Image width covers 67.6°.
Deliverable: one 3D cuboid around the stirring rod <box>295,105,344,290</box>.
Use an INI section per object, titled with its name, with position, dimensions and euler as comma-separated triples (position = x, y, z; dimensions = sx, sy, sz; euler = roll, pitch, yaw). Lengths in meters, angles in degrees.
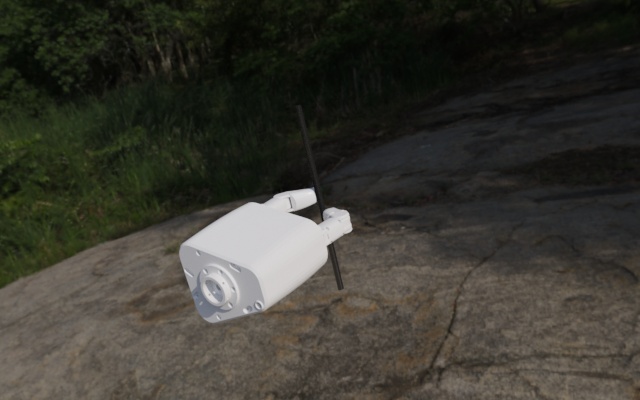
[stirring rod]
position = 0.000, 0.002, 0.589
dimensions = 0.011, 0.239, 0.011
euler = -12, 16, 3
